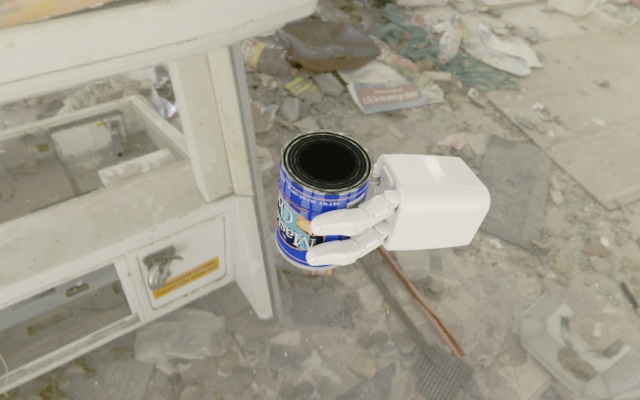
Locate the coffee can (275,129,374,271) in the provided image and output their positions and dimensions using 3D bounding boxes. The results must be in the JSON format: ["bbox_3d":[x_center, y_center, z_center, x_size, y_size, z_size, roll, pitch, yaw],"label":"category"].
[{"bbox_3d":[0.000,0.002,0.567,0.103,0.102,0.140,0,-42,-8],"label":"coffee can"}]
